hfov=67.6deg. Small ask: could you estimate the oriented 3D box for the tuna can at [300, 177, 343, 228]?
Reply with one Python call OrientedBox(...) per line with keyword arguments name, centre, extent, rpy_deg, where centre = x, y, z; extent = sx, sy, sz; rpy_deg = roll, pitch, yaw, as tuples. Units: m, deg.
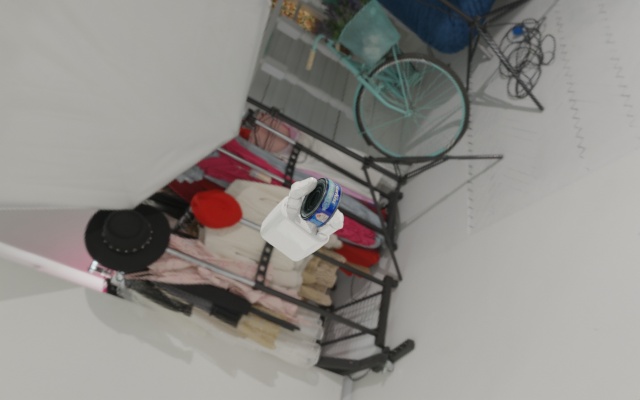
OrientedBox(name="tuna can", centre=(0.000, 0.002, 0.841), extent=(0.034, 0.086, 0.086), rpy_deg=(29, -12, -22))
